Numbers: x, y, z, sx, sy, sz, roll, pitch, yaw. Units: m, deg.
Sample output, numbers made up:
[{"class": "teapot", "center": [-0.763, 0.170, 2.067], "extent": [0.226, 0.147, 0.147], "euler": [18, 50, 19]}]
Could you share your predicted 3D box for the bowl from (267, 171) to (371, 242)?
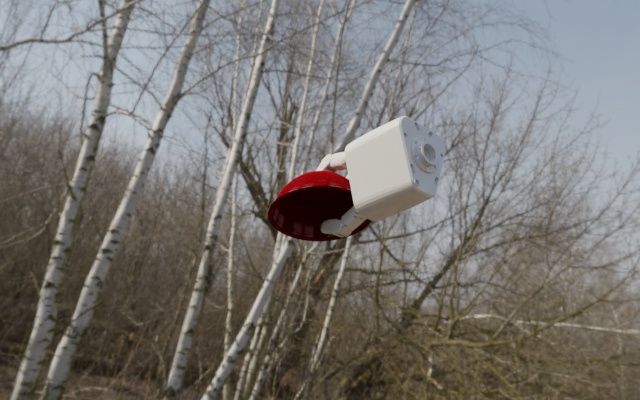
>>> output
[{"class": "bowl", "center": [-0.001, 0.003, 0.739], "extent": [0.162, 0.055, 0.162], "euler": [-2, -33, -1]}]
